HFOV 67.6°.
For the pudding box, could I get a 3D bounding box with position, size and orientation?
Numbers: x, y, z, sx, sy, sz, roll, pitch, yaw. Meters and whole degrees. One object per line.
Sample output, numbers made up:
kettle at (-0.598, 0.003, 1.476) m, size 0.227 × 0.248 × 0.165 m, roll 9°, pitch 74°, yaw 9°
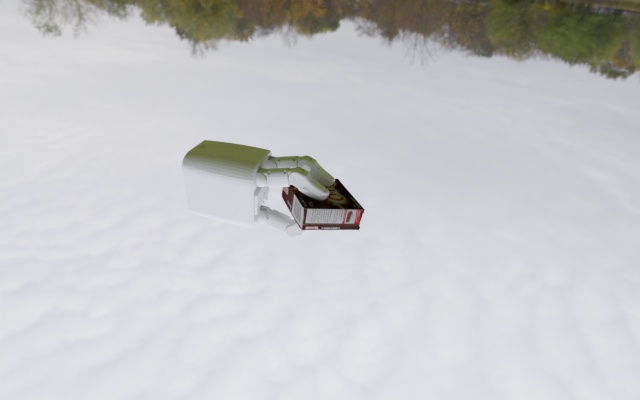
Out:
pudding box at (0.000, 0.002, 0.690) m, size 0.090 × 0.039 × 0.113 m, roll 0°, pitch 27°, yaw -20°
